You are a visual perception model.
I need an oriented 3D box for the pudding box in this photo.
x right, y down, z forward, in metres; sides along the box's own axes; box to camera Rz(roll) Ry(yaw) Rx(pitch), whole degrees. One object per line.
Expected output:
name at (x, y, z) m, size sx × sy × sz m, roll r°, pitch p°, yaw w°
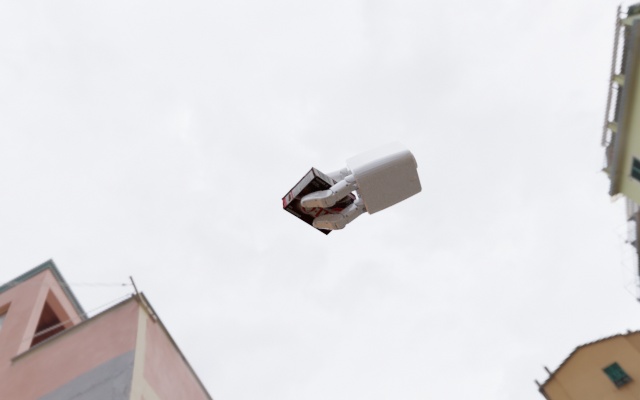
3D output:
pudding box at (0.000, 0.003, 0.861) m, size 0.113 × 0.090 × 0.039 m, roll 34°, pitch 22°, yaw -29°
